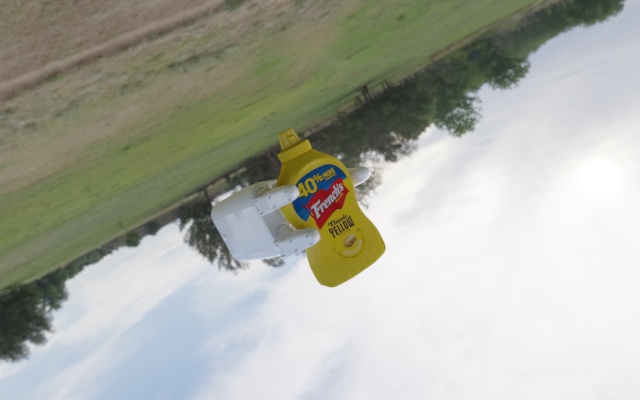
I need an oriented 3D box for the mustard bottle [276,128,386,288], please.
[{"bbox_3d":[0.000,0.002,0.580,0.096,0.191,0.058,-31,10,-20],"label":"mustard bottle"}]
